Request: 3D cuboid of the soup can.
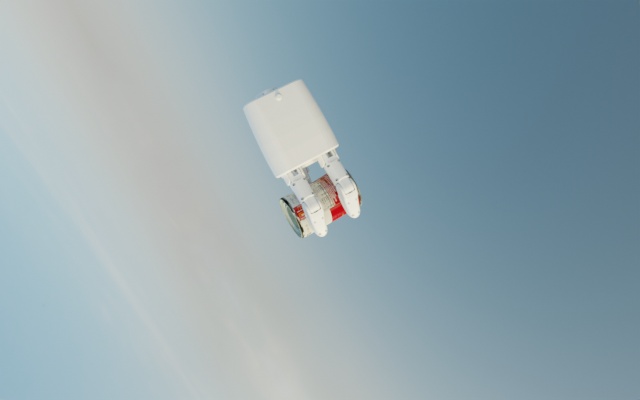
[{"bbox_3d":[0.000,0.003,0.697,0.102,0.068,0.068,-29,8,-14],"label":"soup can"}]
